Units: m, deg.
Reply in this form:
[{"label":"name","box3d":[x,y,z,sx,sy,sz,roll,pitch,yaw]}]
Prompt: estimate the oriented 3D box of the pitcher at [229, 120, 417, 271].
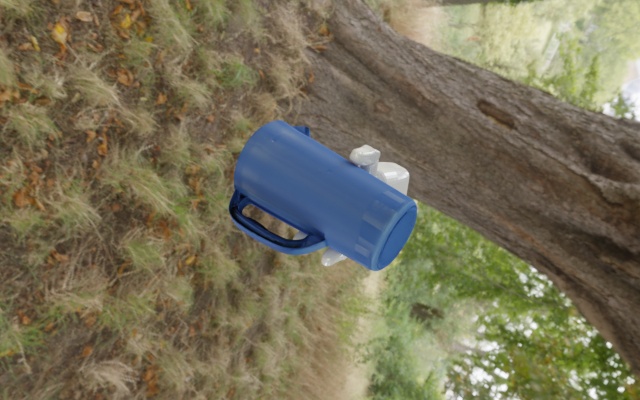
[{"label":"pitcher","box3d":[0.000,0.002,0.665,0.242,0.149,0.145,31,20,25]}]
